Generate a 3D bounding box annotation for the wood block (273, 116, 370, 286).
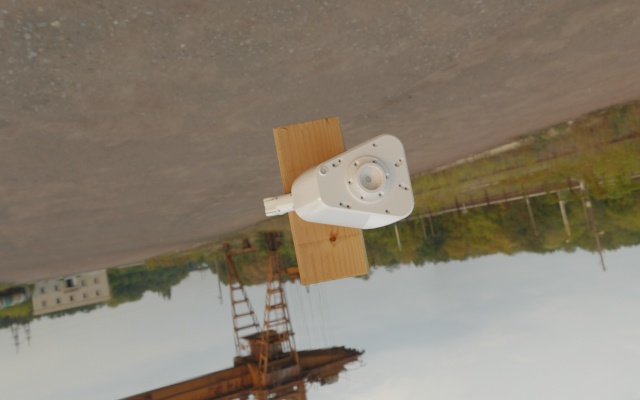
[{"bbox_3d":[0.000,0.002,0.651,0.091,0.206,0.090,-10,-4,-2],"label":"wood block"}]
